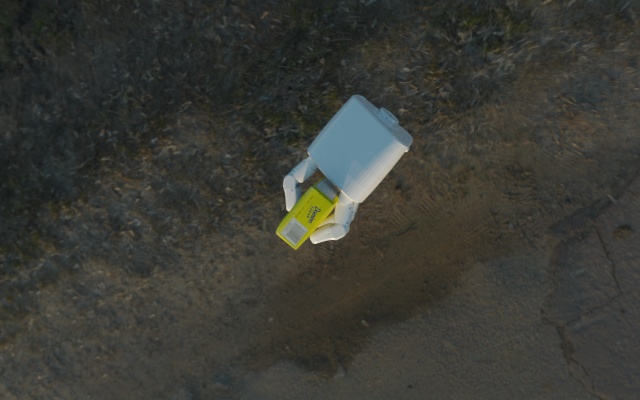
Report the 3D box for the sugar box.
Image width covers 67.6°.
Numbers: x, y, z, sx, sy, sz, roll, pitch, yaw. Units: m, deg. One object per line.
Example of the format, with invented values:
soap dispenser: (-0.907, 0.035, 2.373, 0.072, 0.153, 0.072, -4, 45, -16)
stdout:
sugar box: (0.001, 0.003, 0.733, 0.048, 0.093, 0.176, 42, 23, 4)
